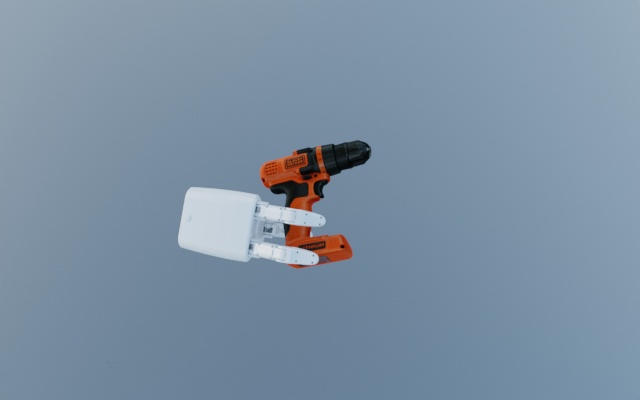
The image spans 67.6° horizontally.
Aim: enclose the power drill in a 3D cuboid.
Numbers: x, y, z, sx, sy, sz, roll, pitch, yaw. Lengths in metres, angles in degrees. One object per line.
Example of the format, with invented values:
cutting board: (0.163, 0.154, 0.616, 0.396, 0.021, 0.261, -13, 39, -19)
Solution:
power drill: (0.000, 0.003, 0.742, 0.184, 0.187, 0.057, -14, -26, 14)
